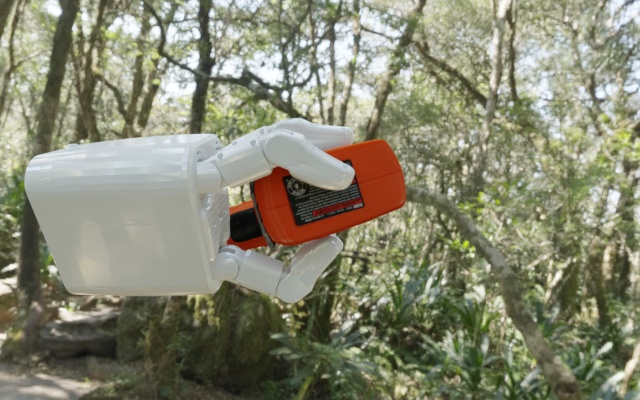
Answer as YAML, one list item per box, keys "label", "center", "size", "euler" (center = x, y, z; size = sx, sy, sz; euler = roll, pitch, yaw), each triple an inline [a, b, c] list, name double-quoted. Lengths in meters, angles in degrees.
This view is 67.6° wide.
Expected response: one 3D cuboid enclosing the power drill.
- label: "power drill"
  center: [0.000, 0.001, 0.412]
  size: [0.184, 0.057, 0.188]
  euler: [-18, -4, -17]
